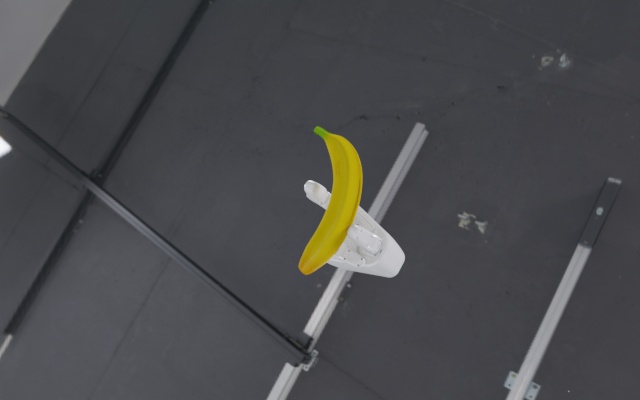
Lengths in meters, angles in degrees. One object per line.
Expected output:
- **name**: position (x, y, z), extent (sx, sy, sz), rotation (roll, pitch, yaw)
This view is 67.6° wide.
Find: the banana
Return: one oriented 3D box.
- **banana**: position (0.018, -0.002, 0.608), extent (0.069, 0.197, 0.037), rotation (-1, -19, 23)
